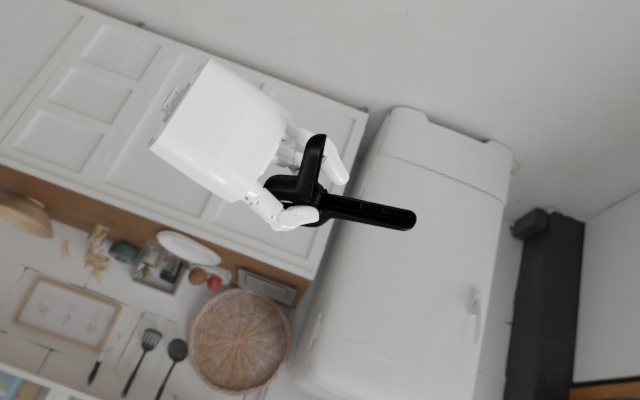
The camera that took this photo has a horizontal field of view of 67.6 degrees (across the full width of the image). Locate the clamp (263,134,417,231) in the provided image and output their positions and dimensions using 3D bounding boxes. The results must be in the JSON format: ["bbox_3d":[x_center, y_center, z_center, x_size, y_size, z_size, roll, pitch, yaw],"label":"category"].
[{"bbox_3d":[-0.001,0.003,0.575,0.164,0.036,0.210,35,-30,-23],"label":"clamp"}]
